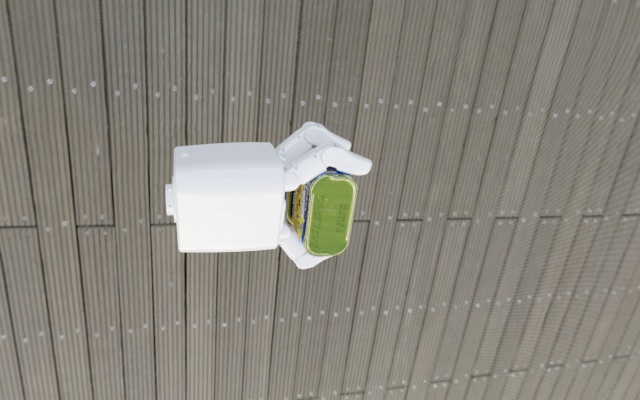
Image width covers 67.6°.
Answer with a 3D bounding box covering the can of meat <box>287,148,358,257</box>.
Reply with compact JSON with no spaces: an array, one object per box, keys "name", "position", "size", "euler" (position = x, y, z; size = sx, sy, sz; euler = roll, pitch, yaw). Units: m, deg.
[{"name":"can of meat","position":[0.000,0.002,0.540],"size":[0.057,0.102,0.084],"euler":[0,24,-16]}]
